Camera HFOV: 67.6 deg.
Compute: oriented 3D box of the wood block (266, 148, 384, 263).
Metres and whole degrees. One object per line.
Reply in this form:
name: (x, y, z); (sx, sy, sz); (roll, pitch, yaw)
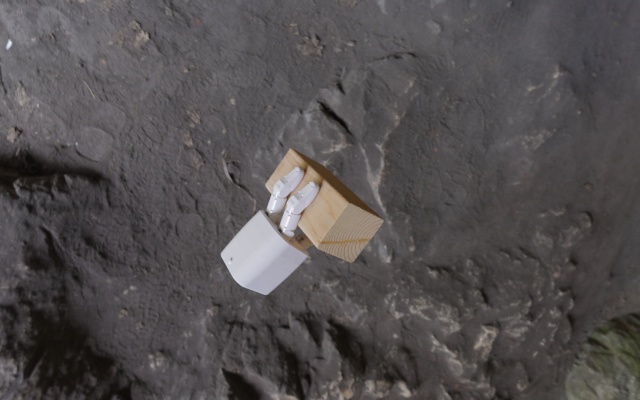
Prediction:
wood block: (0.000, 0.003, 0.820); (0.091, 0.090, 0.206); (27, 13, -41)
